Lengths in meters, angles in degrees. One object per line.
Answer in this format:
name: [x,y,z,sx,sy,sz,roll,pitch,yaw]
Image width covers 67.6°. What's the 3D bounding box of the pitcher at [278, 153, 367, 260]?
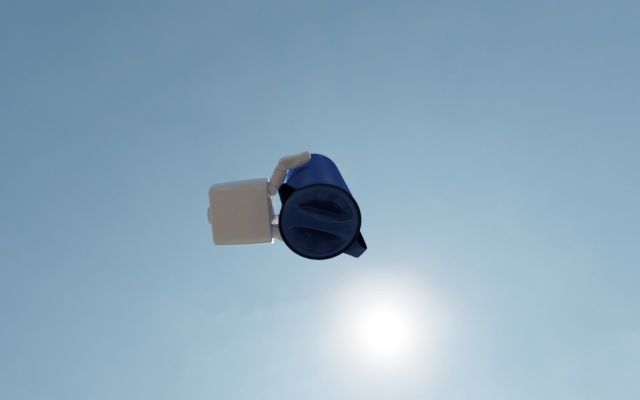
pitcher: [0.000,0.003,0.863,0.145,0.149,0.242,-4,21,-2]
